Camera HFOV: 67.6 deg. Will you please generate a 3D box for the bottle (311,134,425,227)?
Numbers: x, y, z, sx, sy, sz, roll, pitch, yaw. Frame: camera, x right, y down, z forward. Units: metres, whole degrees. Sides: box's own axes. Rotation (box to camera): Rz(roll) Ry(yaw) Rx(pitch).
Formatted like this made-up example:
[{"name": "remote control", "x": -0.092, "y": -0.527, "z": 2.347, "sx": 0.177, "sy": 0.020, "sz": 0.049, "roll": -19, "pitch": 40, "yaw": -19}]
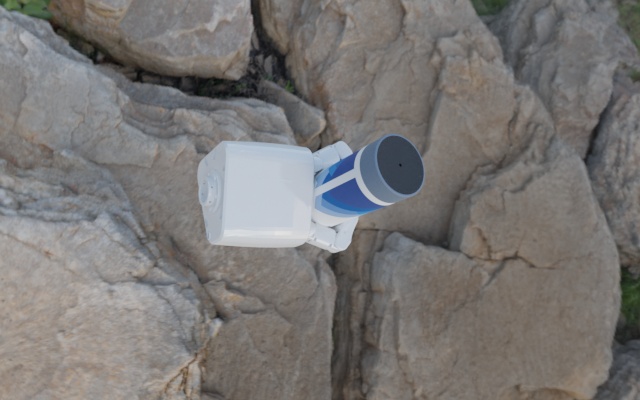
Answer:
[{"name": "bottle", "x": 0.000, "y": 0.002, "z": 0.592, "sx": 0.069, "sy": 0.069, "sz": 0.296, "roll": 0, "pitch": -15, "yaw": -34}]
